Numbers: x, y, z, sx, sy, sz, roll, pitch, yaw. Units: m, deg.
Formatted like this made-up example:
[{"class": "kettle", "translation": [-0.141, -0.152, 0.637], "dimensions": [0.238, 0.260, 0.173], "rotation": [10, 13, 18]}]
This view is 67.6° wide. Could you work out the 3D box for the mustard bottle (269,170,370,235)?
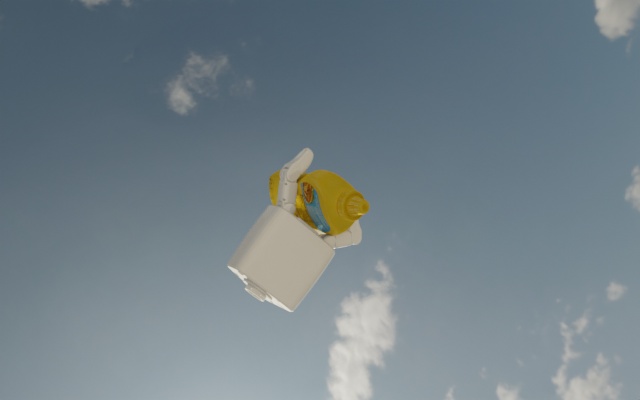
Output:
[{"class": "mustard bottle", "translation": [0.000, 0.002, 0.691], "dimensions": [0.058, 0.096, 0.191], "rotation": [-30, 21, -30]}]
